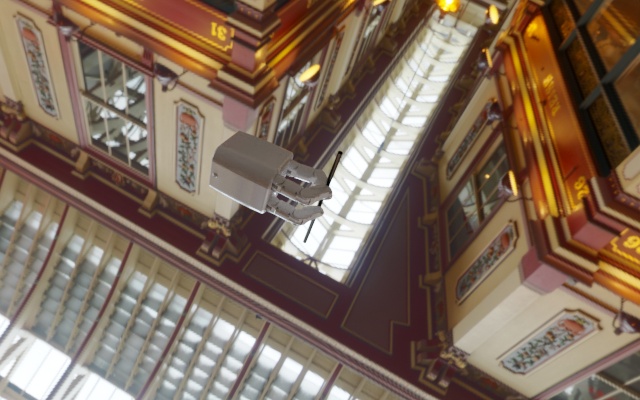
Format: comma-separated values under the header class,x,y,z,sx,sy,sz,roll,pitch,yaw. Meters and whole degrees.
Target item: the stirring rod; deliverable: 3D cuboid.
class,x,y,z,sx,sy,sz,roll,pitch,yaw
stirring rod,0.000,0.003,0.816,0.011,0.011,0.240,0,-39,-19
